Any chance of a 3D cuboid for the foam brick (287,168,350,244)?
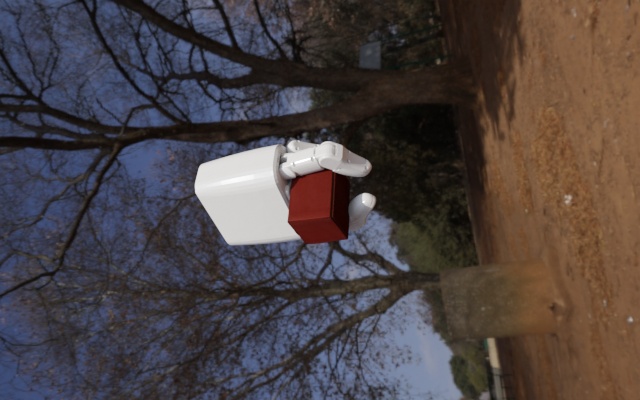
[{"bbox_3d":[0.000,0.002,0.524,0.051,0.078,0.053,-9,-35,19],"label":"foam brick"}]
